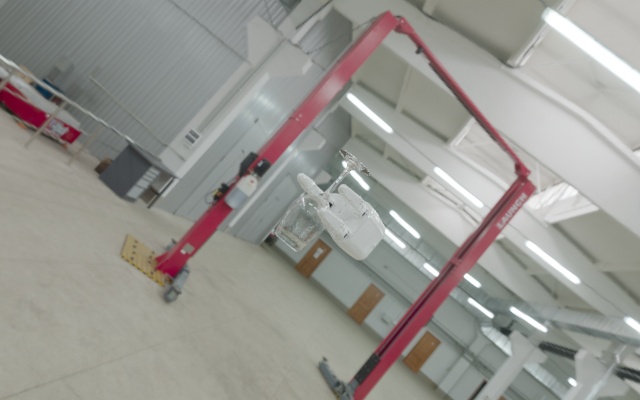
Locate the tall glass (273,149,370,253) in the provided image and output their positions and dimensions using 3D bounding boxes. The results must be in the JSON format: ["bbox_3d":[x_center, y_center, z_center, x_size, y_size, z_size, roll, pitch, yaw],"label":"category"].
[{"bbox_3d":[0.000,0.002,0.890,0.079,0.201,0.079,41,-5,4],"label":"tall glass"}]
